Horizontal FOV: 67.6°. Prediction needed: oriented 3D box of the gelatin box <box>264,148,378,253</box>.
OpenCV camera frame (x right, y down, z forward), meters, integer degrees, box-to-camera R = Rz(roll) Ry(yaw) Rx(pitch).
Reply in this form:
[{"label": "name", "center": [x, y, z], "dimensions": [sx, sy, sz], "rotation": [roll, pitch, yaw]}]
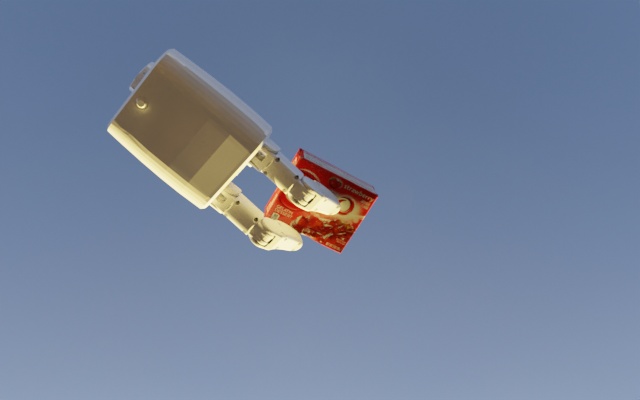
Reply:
[{"label": "gelatin box", "center": [0.000, 0.002, 0.474], "dimensions": [0.089, 0.073, 0.030], "rotation": [26, 19, -15]}]
